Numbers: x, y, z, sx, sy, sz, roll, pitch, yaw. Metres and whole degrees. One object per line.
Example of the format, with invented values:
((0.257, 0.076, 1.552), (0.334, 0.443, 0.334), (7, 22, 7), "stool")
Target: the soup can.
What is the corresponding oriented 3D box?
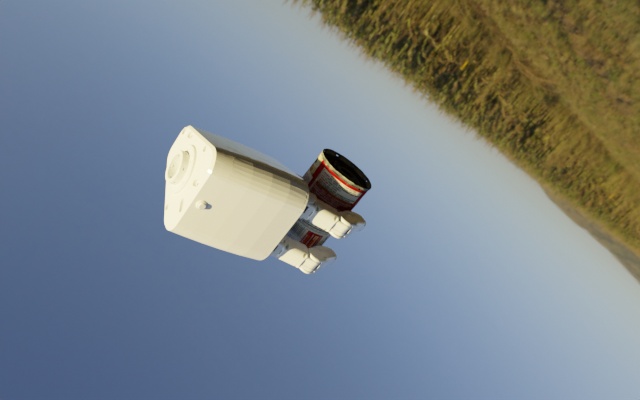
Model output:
((0.000, 0.002, 0.542), (0.068, 0.102, 0.068), (33, 21, -15), "soup can")
